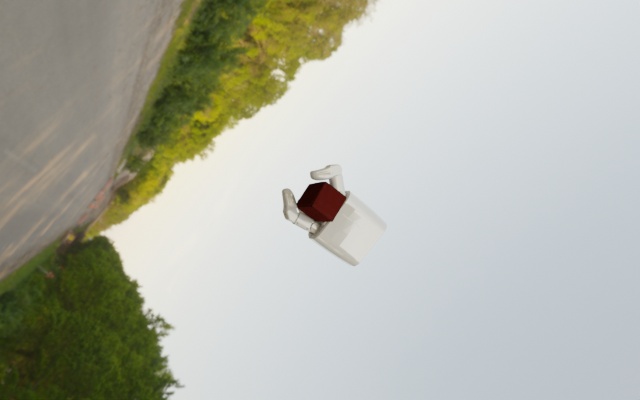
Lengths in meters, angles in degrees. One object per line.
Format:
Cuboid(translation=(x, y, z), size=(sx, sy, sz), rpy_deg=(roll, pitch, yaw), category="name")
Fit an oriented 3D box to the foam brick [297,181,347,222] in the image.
Cuboid(translation=(0.000, 0.003, 0.852), size=(0.051, 0.053, 0.078), rpy_deg=(37, -15, -18), category="foam brick")
